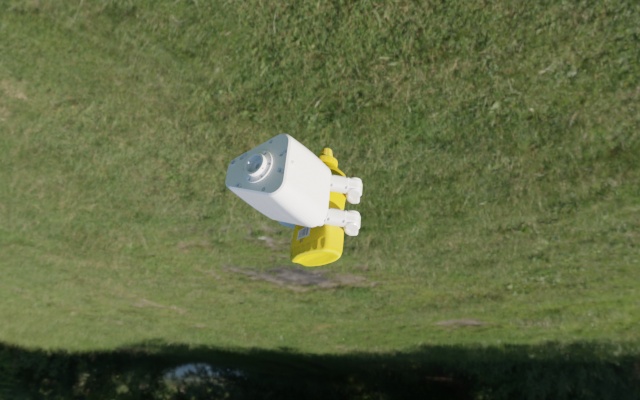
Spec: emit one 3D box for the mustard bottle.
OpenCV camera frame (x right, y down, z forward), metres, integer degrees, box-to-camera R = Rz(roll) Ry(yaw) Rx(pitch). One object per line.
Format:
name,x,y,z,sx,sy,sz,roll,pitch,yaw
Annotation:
mustard bottle,0.000,0.003,0.756,0.058,0.191,0.096,21,-28,-30
